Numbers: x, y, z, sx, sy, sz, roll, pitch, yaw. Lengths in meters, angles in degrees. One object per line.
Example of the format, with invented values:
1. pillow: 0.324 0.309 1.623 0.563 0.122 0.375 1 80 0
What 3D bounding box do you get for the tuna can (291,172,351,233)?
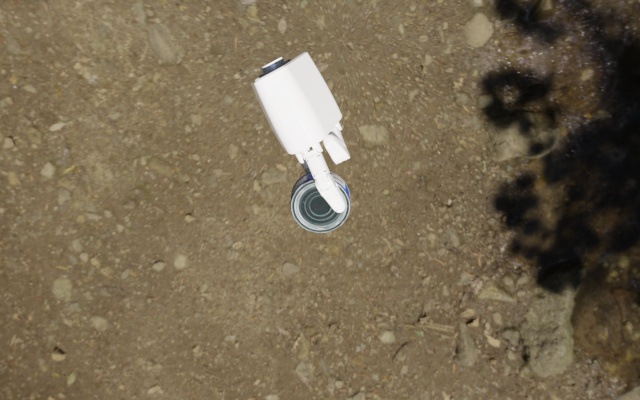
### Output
1. tuna can: 0.000 0.003 0.680 0.086 0.086 0.033 0 24 0
